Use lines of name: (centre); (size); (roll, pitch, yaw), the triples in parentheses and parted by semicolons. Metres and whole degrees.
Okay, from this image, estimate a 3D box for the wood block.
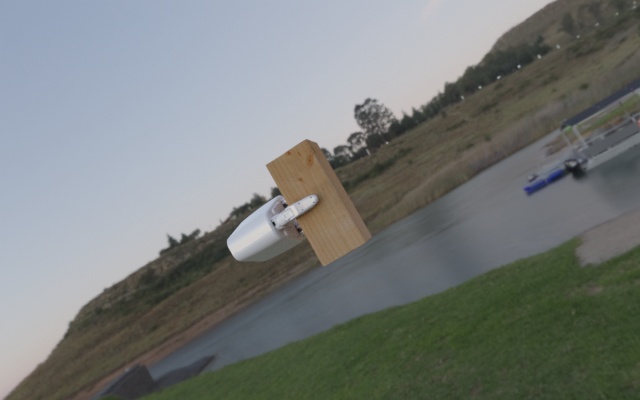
wood block: (0.000, 0.003, 0.863); (0.090, 0.206, 0.091); (-31, -4, 12)
